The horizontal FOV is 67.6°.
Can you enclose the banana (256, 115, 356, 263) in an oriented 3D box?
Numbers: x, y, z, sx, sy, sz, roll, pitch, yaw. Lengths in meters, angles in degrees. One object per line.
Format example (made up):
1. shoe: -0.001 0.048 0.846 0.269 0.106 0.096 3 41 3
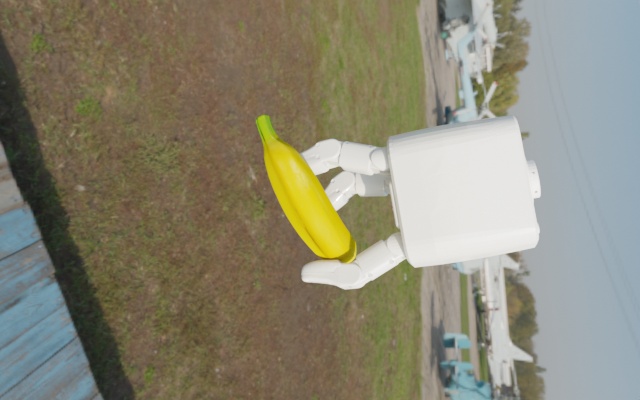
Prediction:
1. banana: -0.001 0.013 0.430 0.037 0.069 0.198 -16 -45 15
